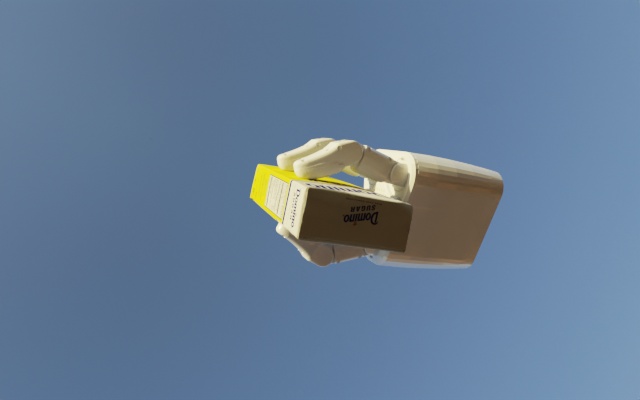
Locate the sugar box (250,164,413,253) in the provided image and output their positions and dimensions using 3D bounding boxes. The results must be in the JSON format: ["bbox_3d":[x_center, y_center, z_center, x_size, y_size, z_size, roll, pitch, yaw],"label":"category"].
[{"bbox_3d":[0.000,0.001,0.434,0.093,0.048,0.176,9,4,-21],"label":"sugar box"}]
